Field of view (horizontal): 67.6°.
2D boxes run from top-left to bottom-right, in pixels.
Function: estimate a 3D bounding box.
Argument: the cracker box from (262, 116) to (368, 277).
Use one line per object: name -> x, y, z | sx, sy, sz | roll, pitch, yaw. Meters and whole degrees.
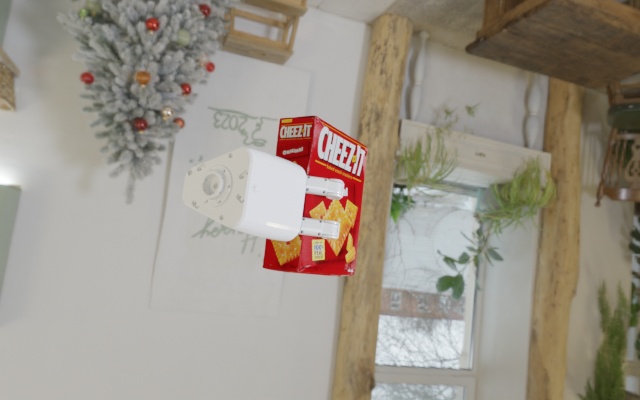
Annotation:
cracker box -> 0.000, 0.002, 0.709 | 0.072, 0.213, 0.164 | 2, -9, 32
